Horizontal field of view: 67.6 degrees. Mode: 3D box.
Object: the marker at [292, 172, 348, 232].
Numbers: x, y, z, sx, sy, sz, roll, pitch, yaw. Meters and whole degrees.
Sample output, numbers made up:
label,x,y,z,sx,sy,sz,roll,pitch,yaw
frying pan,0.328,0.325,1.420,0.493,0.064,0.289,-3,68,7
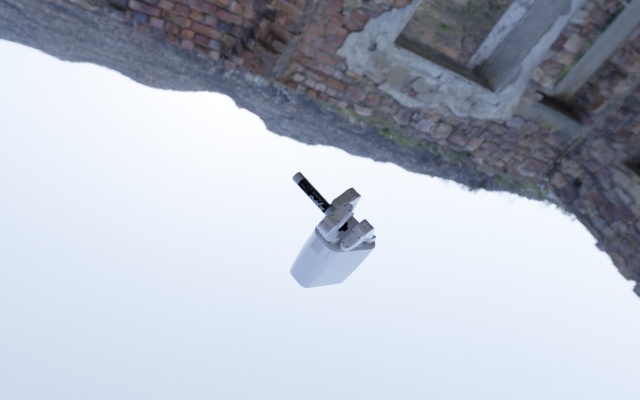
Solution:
label,x,y,z,sx,sy,sz,roll,pitch,yaw
marker,0.000,0.002,0.736,0.121,0.020,0.020,47,20,19
